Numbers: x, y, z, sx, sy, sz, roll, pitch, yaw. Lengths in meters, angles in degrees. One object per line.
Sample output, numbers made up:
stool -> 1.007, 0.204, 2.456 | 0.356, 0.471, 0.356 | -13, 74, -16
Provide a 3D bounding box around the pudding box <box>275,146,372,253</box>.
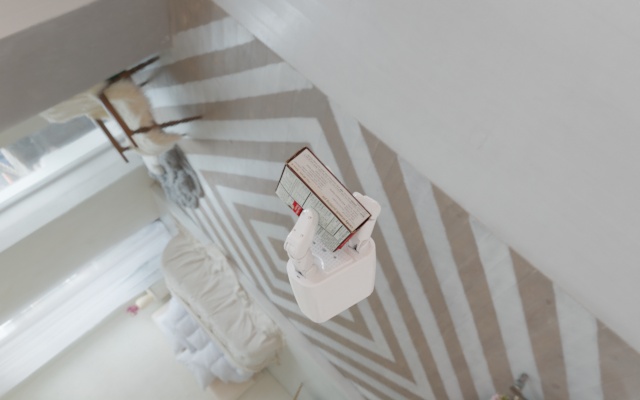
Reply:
pudding box -> 0.000, 0.002, 0.568 | 0.039, 0.113, 0.090 | -43, -6, -24
